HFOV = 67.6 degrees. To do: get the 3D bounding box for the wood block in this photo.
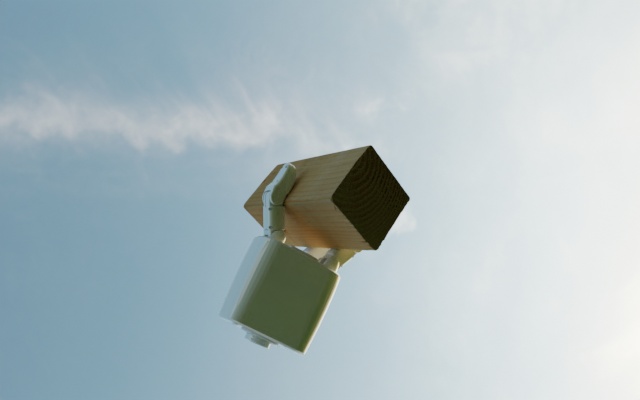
[{"bbox_3d":[0.000,0.002,0.625,0.091,0.090,0.206,50,-29,-23],"label":"wood block"}]
